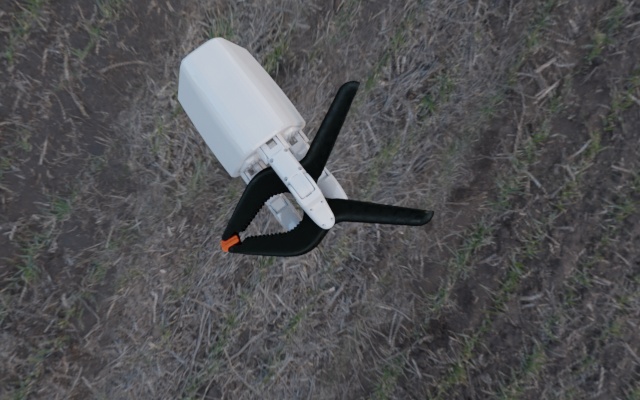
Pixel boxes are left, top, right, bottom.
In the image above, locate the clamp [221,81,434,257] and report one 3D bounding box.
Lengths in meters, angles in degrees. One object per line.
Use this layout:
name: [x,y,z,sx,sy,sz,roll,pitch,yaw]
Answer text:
clamp: [0.000,0.002,0.481,0.210,0.164,0.036,-37,-1,-4]
